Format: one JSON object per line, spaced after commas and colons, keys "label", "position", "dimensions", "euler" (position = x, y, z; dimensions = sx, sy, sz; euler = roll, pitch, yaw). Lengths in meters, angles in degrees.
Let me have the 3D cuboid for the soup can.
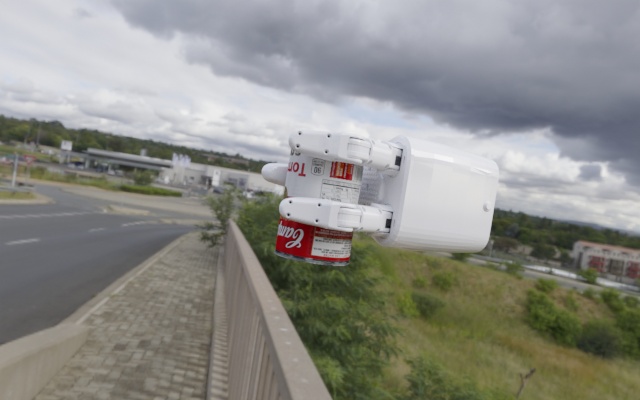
{"label": "soup can", "position": [0.000, 0.001, 0.425], "dimensions": [0.068, 0.102, 0.068], "euler": [9, 1, 0]}
